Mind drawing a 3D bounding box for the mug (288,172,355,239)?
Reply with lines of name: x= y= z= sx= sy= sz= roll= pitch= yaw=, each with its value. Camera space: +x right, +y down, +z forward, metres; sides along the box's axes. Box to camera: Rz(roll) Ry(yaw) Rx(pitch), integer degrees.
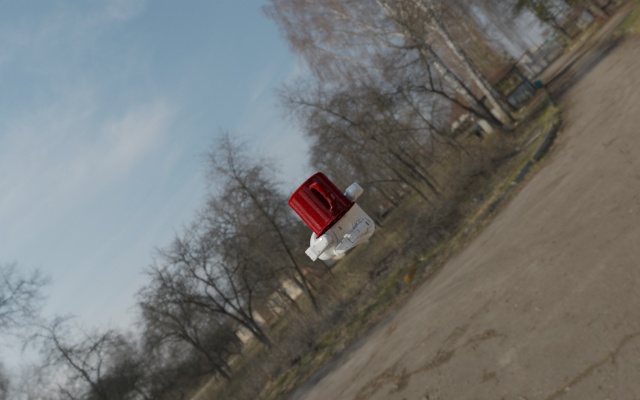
mug: x=0.000 y=0.002 z=0.810 sx=0.093 sy=0.081 sz=0.117 roll=-42 pitch=-7 yaw=-14
